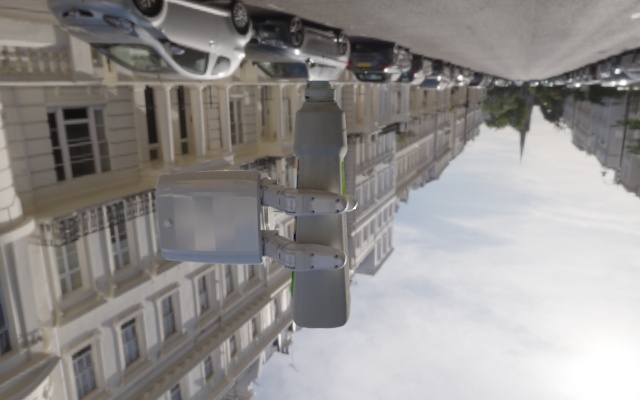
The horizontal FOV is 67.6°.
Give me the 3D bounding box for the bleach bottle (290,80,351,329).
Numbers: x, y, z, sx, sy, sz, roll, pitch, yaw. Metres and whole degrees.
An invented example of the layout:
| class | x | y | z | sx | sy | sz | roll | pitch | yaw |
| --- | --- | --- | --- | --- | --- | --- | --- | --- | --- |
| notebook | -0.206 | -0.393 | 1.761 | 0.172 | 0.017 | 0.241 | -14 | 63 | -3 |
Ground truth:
| class | x | y | z | sx | sy | sz | roll | pitch | yaw |
| --- | --- | --- | --- | --- | --- | --- | --- | --- | --- |
| bleach bottle | 0.000 | 0.002 | 0.508 | 0.068 | 0.251 | 0.102 | 0 | 14 | 0 |
